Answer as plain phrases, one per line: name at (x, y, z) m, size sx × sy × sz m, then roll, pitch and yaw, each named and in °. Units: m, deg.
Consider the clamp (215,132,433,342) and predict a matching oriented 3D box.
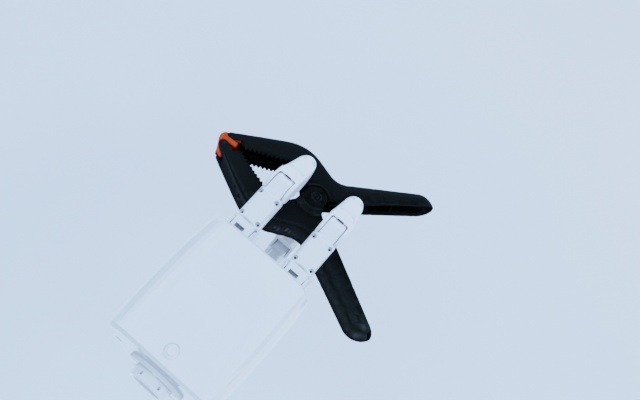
clamp at (-0.001, 0.002, 0.437) m, size 0.164 × 0.210 × 0.036 m, roll -47°, pitch -5°, yaw -36°
